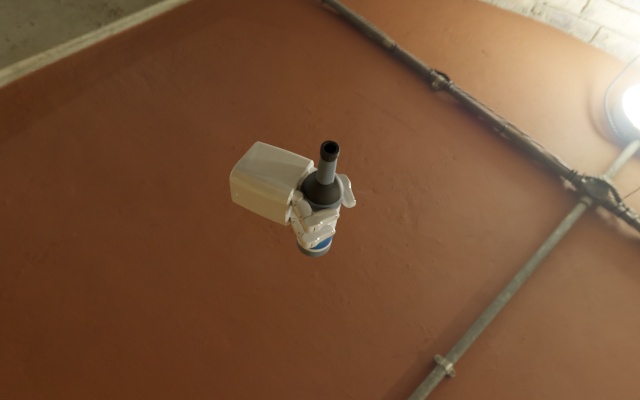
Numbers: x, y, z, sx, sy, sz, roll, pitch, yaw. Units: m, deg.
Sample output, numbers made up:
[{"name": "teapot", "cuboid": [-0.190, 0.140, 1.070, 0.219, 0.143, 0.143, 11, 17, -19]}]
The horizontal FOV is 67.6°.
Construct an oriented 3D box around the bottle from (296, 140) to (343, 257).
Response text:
[{"name": "bottle", "cuboid": [0.000, 0.003, 0.791, 0.069, 0.069, 0.296, 0, -31, -6]}]
